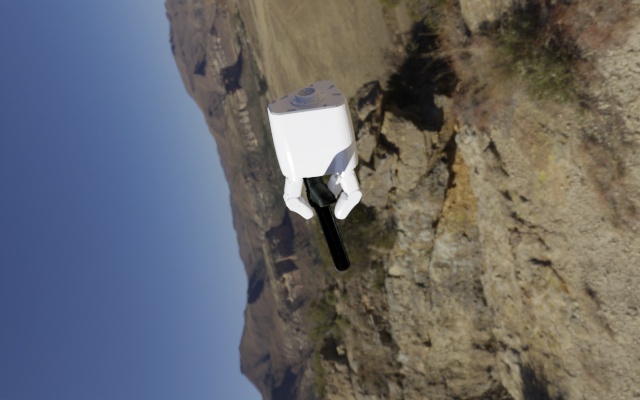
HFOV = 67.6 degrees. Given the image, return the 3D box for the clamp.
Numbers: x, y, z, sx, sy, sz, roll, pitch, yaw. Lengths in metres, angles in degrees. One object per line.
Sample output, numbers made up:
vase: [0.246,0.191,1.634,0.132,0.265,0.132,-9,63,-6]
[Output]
clamp: [-0.001,0.002,0.770,0.036,0.165,0.209,-18,38,-5]
